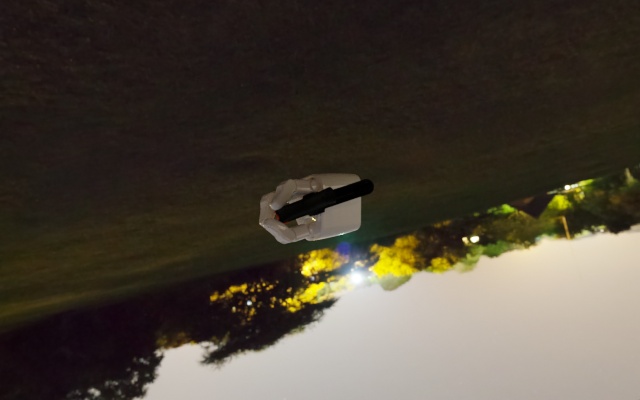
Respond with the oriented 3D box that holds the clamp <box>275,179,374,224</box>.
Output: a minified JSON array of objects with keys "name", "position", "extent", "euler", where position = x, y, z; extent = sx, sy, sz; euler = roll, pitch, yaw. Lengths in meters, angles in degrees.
[{"name":"clamp","position":[0.000,0.003,0.763],"extent":[0.120,0.039,0.171],"euler":[-7,-7,-43]}]
